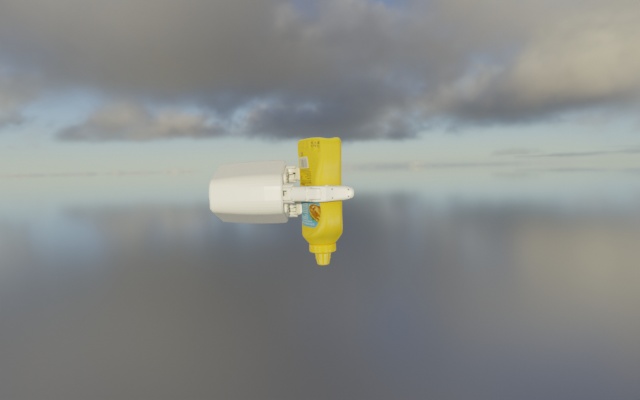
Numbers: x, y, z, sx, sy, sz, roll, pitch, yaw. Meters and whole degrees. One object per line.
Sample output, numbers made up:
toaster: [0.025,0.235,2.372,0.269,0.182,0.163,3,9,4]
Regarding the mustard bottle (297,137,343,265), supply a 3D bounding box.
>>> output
mustard bottle: [0.000,0.002,0.726,0.058,0.191,0.096,-4,4,-24]
